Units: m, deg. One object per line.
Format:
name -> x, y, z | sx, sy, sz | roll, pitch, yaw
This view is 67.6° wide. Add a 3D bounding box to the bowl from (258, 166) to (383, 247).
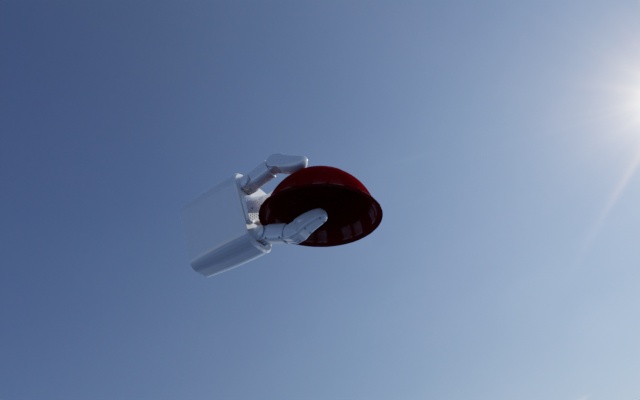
bowl -> 0.001, 0.001, 0.635 | 0.162, 0.055, 0.162 | 0, -33, 0
